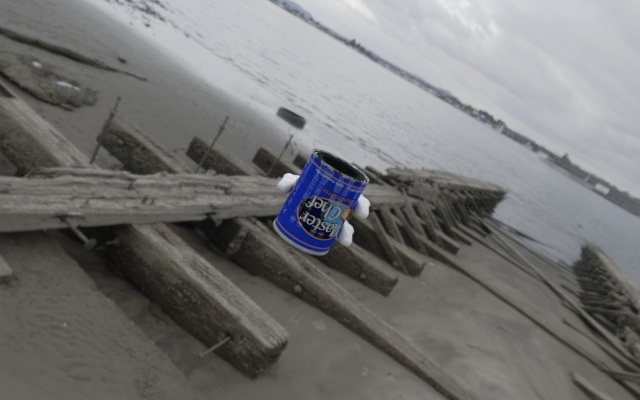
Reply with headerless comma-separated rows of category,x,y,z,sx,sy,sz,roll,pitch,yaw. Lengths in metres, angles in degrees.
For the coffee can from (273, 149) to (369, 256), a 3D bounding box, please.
coffee can,0.000,0.003,0.770,0.103,0.140,0.102,27,17,-9
